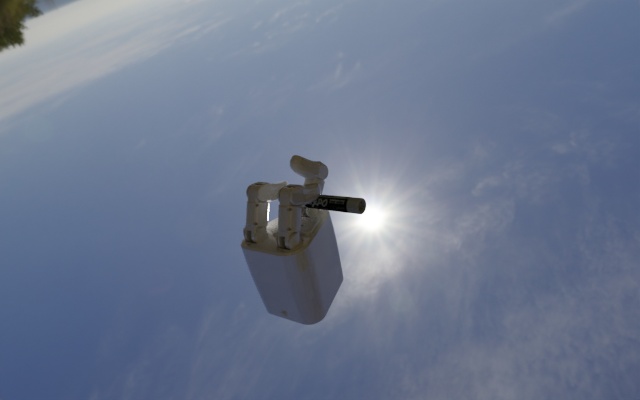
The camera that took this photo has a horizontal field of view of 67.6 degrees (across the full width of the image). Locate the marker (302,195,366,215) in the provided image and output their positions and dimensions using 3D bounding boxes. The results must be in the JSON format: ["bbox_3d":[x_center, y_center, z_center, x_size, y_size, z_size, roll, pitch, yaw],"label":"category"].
[{"bbox_3d":[0.000,0.002,0.572,0.121,0.020,0.020,6,4,39],"label":"marker"}]
